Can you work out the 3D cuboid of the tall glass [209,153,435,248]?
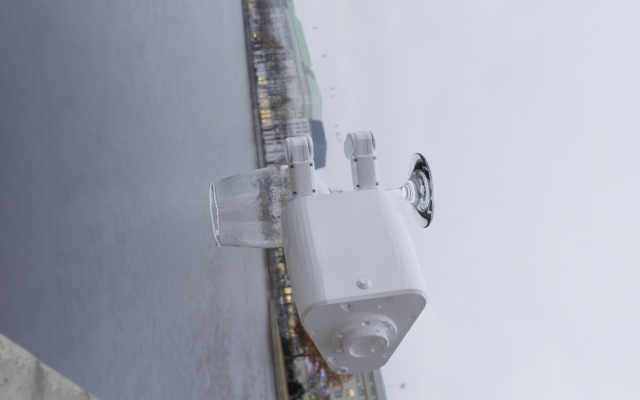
[{"bbox_3d":[0.001,0.001,0.454,0.201,0.079,0.079,-6,1,-6],"label":"tall glass"}]
